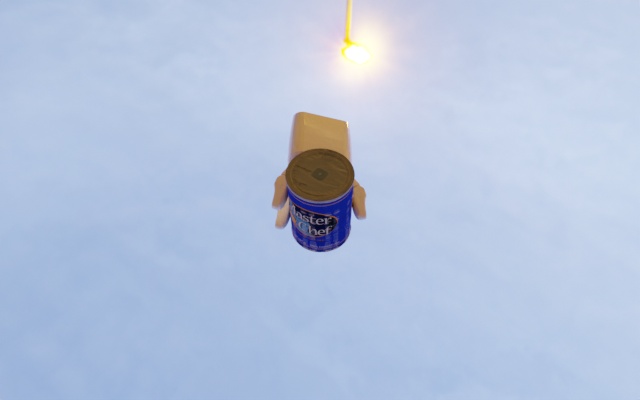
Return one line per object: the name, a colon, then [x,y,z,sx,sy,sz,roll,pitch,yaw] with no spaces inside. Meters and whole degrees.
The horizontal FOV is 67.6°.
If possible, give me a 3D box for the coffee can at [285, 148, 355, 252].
coffee can: [0.000,0.003,0.757,0.103,0.102,0.140,0,-38,1]
